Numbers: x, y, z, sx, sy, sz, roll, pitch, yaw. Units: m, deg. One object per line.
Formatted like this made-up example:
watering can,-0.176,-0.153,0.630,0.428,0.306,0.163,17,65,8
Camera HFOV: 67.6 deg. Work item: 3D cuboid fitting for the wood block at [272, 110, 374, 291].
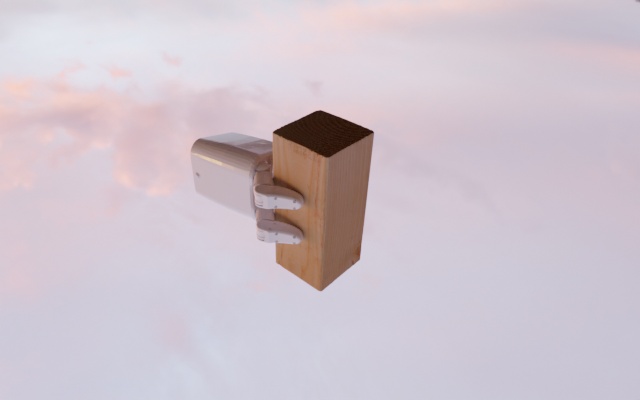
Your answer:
wood block,0.000,0.002,0.622,0.090,0.206,0.090,28,43,30
